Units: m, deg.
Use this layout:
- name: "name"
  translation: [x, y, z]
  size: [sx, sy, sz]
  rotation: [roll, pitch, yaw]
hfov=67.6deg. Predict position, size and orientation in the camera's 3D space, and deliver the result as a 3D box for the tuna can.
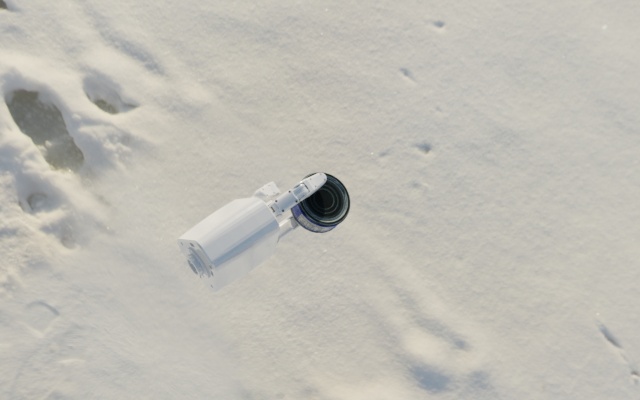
- name: "tuna can"
  translation: [0.000, 0.002, 0.699]
  size: [0.086, 0.086, 0.034]
  rotation: [0, -21, -24]
